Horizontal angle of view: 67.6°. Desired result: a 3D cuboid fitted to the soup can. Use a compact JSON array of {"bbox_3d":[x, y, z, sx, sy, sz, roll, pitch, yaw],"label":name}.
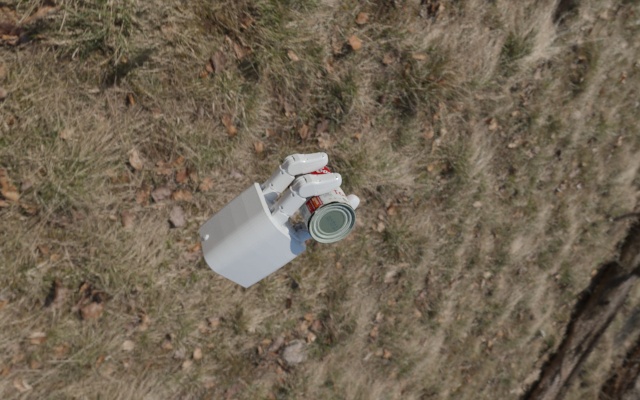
[{"bbox_3d":[0.001,0.002,0.654,0.068,0.068,0.102,0,34,-22],"label":"soup can"}]
